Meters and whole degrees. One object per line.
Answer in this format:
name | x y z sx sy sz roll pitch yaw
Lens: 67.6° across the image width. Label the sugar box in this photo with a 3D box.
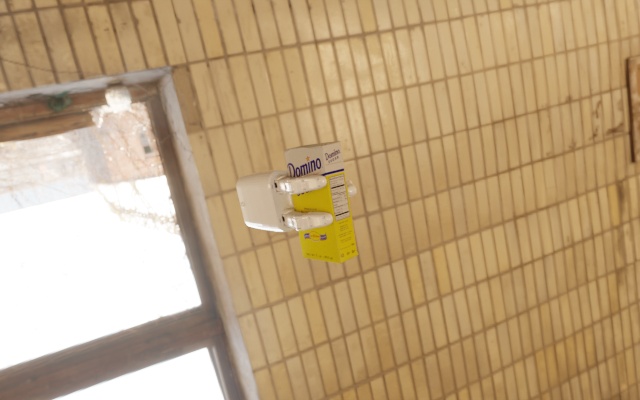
sugar box | 0.000 0.003 0.727 0.048 0.176 0.093 -20 13 -39
